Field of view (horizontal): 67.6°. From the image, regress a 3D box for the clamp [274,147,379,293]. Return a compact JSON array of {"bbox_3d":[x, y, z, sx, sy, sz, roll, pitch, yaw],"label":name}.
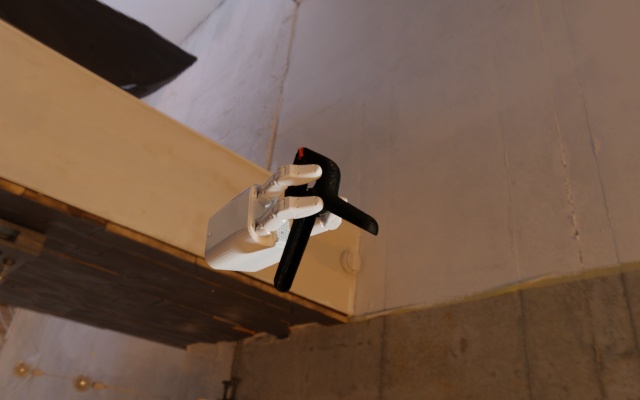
[{"bbox_3d":[0.000,0.002,0.636,0.164,0.209,0.036,-29,-44,31],"label":"clamp"}]
